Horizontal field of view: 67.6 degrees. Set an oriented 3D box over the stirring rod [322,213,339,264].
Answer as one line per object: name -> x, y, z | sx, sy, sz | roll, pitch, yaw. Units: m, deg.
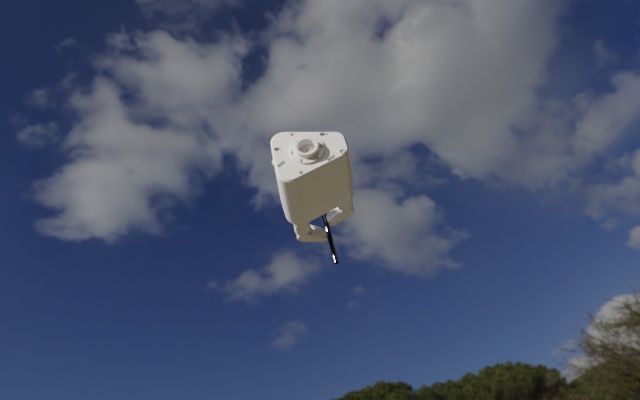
stirring rod -> 0.000, 0.003, 0.819 | 0.011, 0.239, 0.011 | -10, -35, -7
